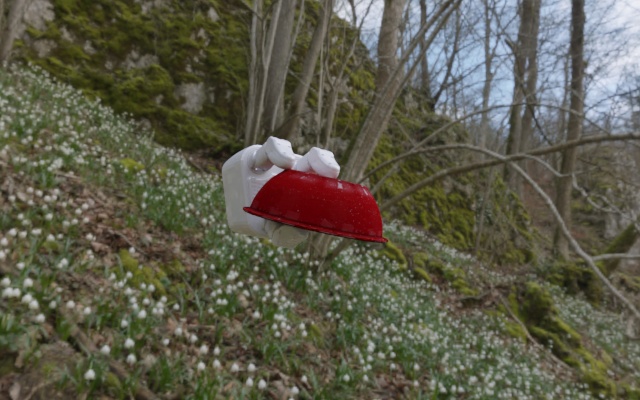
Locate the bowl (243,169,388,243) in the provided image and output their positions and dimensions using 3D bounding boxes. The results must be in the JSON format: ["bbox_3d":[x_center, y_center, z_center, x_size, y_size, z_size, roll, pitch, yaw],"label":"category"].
[{"bbox_3d":[0.001,0.001,0.520,0.162,0.055,0.162,13,1,0],"label":"bowl"}]
